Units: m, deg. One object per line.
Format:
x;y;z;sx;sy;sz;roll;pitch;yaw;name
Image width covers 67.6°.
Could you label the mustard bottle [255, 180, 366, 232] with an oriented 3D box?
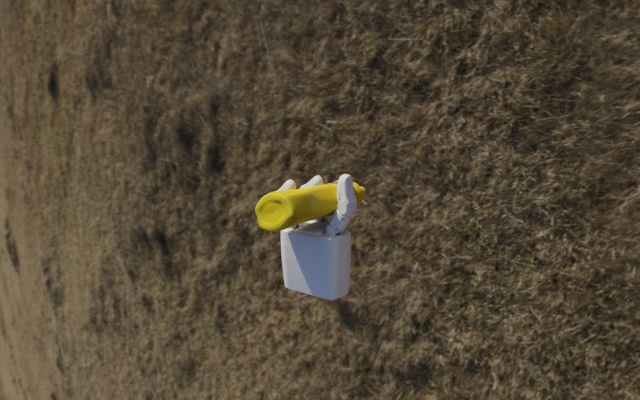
0.000;0.002;0.755;0.191;0.058;0.096;-12;-6;-39;mustard bottle
